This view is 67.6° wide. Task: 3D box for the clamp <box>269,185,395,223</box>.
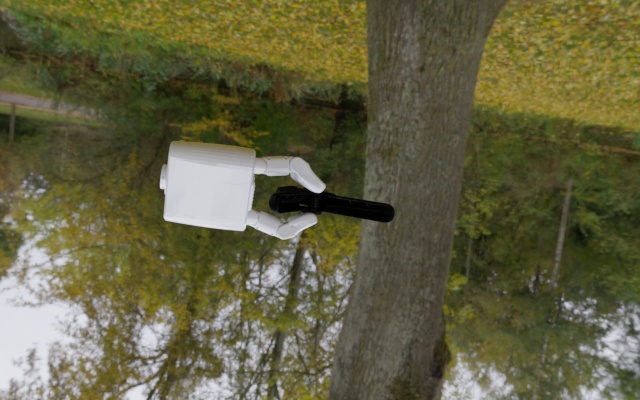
[{"bbox_3d":[0.000,0.003,0.676,0.164,0.036,0.210,7,4,-12],"label":"clamp"}]
